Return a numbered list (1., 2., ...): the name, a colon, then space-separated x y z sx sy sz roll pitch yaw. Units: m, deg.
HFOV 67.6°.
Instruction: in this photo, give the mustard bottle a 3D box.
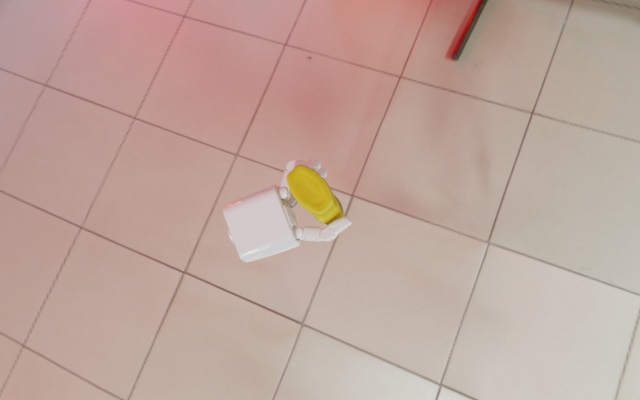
1. mustard bottle: 0.000 0.003 0.866 0.058 0.096 0.192 -43 -17 -1
